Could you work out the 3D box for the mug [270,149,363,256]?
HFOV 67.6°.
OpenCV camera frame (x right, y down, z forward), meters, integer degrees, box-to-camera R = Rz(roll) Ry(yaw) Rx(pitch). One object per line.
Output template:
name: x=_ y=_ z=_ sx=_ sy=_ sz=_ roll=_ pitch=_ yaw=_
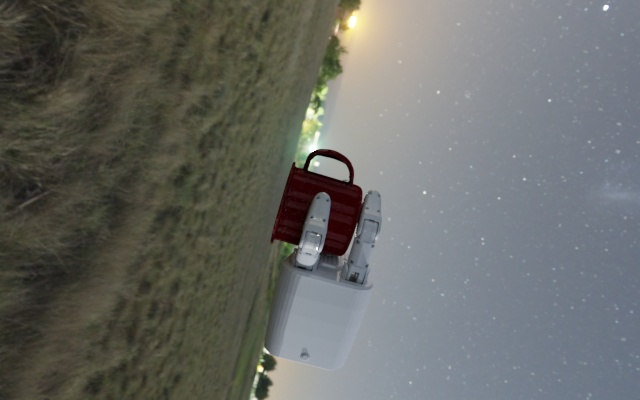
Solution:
mug: x=0.001 y=0.000 z=0.521 sx=0.081 sy=0.117 sz=0.093 roll=16 pitch=13 yaw=-3
